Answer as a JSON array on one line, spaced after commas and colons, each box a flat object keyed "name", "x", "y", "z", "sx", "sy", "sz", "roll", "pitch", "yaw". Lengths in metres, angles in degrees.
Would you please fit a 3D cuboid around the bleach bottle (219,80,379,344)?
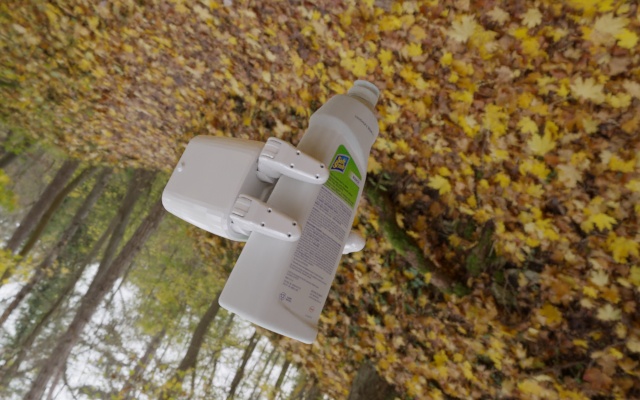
[{"name": "bleach bottle", "x": 0.000, "y": 0.002, "z": 0.459, "sx": 0.068, "sy": 0.250, "sz": 0.103, "roll": 15, "pitch": -16, "yaw": 37}]
